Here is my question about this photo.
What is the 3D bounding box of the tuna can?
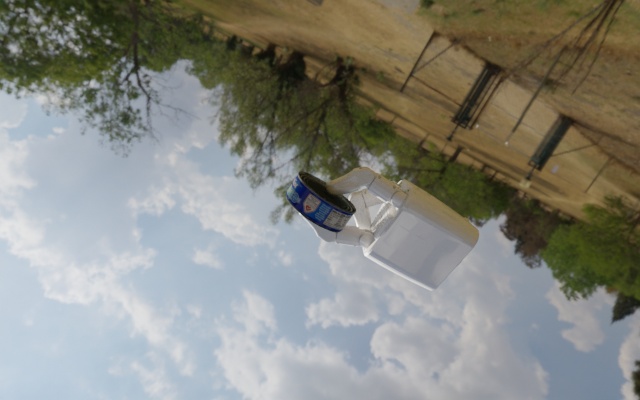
[{"bbox_3d":[0.000,0.002,0.592,0.086,0.034,0.086,32,13,-9],"label":"tuna can"}]
